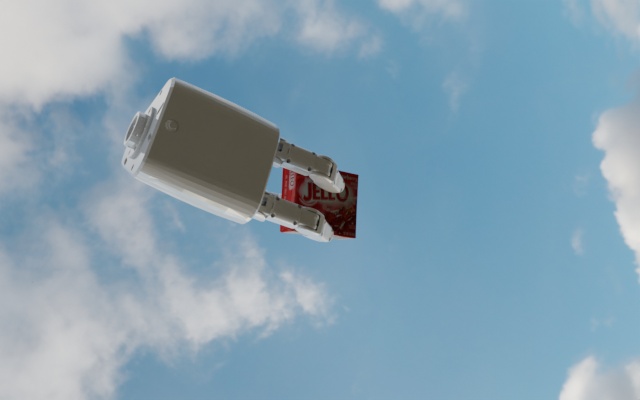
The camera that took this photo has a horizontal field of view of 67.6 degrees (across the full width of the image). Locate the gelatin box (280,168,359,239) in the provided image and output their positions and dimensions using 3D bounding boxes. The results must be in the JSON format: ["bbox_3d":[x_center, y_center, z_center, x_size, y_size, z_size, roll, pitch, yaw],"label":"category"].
[{"bbox_3d":[0.000,0.002,0.516,0.089,0.073,0.030,10,-12,-38],"label":"gelatin box"}]
